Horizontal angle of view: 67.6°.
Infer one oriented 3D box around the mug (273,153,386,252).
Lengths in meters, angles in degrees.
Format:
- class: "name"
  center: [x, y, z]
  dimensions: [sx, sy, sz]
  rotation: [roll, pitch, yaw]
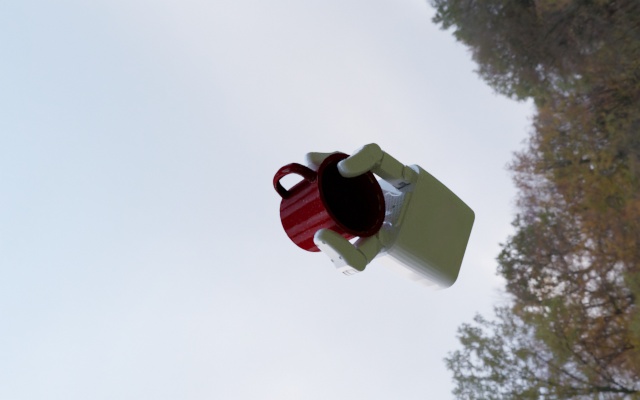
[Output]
- class: "mug"
  center: [-0.001, 0.001, 0.509]
  dimensions: [0.117, 0.093, 0.081]
  rotation: [33, -39, -25]
